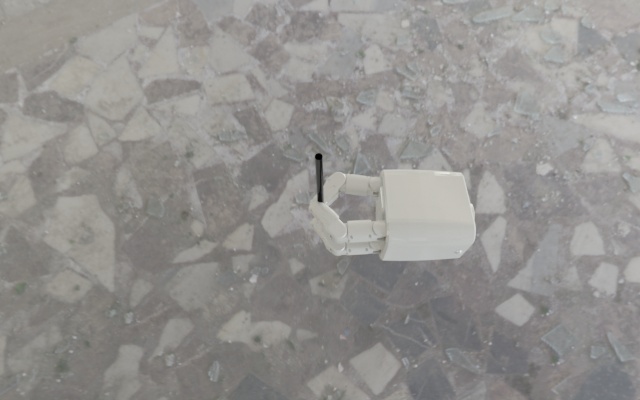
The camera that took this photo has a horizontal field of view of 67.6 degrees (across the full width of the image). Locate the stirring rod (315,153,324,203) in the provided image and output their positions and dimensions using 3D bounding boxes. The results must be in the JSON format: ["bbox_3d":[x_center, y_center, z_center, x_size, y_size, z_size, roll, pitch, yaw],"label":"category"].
[{"bbox_3d":[0.000,0.002,0.592,0.011,0.011,0.240,0,-23,1],"label":"stirring rod"}]
